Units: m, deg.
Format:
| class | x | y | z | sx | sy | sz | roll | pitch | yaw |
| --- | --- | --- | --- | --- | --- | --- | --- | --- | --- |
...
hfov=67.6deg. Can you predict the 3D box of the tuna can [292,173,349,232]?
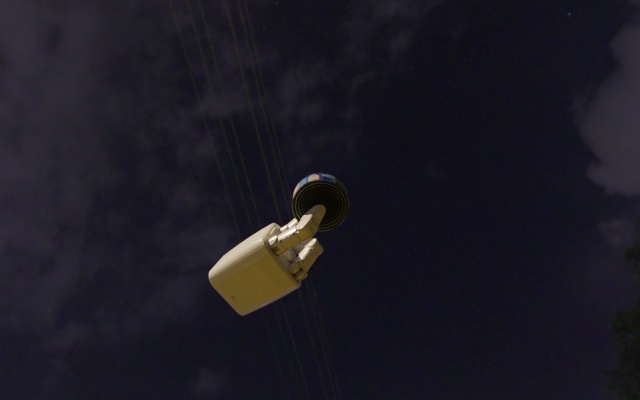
| class | x | y | z | sx | sy | sz | roll | pitch | yaw |
| --- | --- | --- | --- | --- | --- | --- | --- | --- | --- |
| tuna can | 0.000 | 0.002 | 0.724 | 0.086 | 0.086 | 0.033 | 0 | 26 | 0 |
